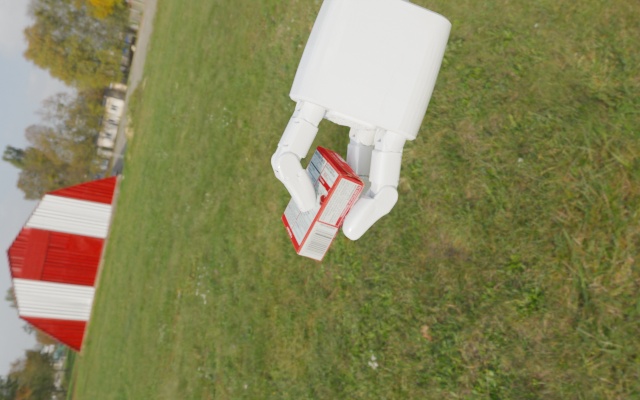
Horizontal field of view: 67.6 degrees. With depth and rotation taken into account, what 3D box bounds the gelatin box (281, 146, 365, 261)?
[{"bbox_3d":[0.000,0.002,0.460,0.030,0.089,0.073,21,17,-26],"label":"gelatin box"}]
